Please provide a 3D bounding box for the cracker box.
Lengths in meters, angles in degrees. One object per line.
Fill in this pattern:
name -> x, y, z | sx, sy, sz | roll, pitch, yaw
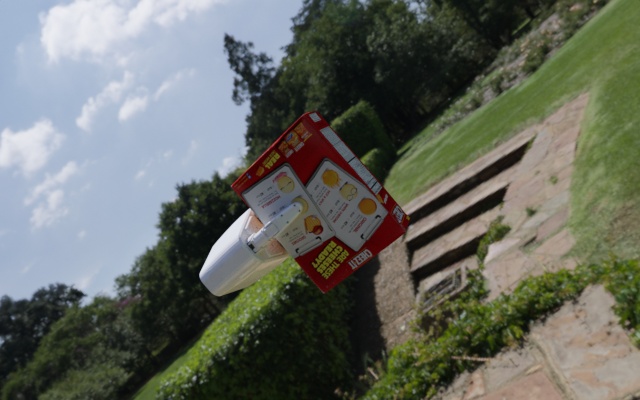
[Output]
cracker box -> 0.000, 0.002, 0.702 | 0.164, 0.213, 0.072 | -41, 1, 25
